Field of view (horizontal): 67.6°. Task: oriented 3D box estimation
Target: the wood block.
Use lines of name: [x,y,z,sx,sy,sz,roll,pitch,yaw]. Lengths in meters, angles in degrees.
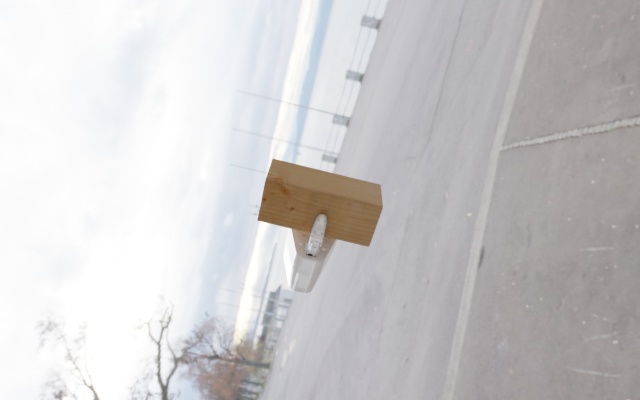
wood block: [0.000,0.003,0.864,0.206,0.090,0.090,13,29,-4]
